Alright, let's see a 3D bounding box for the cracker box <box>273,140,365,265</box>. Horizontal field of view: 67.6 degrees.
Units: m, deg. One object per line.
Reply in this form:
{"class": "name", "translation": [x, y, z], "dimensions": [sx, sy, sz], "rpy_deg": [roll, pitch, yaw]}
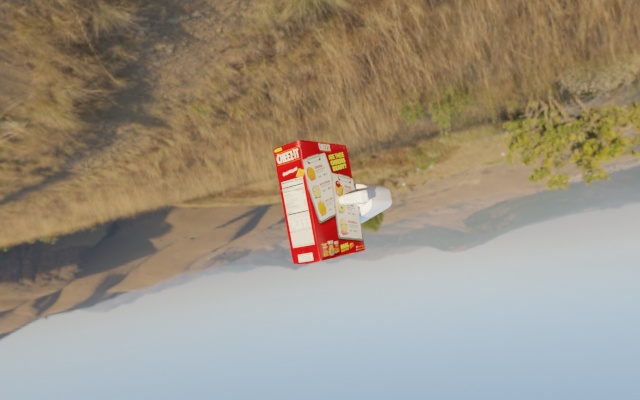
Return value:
{"class": "cracker box", "translation": [0.000, 0.003, 0.892], "dimensions": [0.072, 0.213, 0.164], "rpy_deg": [-14, -5, 33]}
